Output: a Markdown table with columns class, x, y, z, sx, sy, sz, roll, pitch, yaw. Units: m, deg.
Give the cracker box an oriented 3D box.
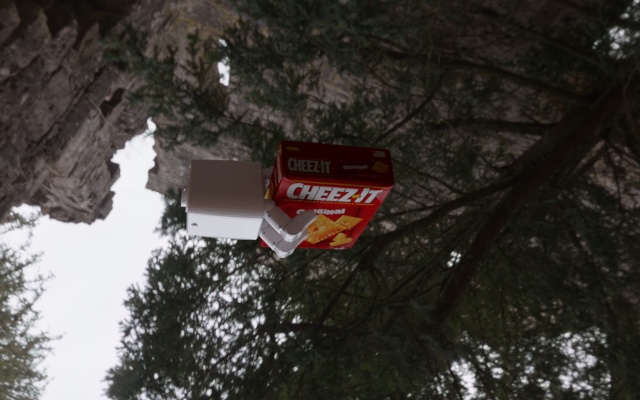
| class | x | y | z | sx | sy | sz | roll | pitch | yaw |
| --- | --- | --- | --- | --- | --- | --- | --- | --- | --- |
| cracker box | 0.000 | 0.002 | 0.747 | 0.164 | 0.072 | 0.214 | 3 | -31 | -15 |
